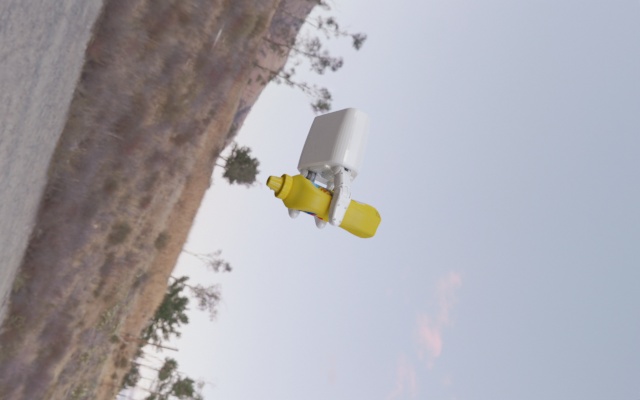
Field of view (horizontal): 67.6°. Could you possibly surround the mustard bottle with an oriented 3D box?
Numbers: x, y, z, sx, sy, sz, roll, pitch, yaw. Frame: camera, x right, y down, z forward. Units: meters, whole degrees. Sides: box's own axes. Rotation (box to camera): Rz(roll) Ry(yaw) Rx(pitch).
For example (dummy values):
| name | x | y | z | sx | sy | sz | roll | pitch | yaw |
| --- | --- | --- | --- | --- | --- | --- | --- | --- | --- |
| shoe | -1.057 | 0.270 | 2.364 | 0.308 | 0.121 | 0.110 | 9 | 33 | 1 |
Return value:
| name | x | y | z | sx | sy | sz | roll | pitch | yaw |
| --- | --- | --- | --- | --- | --- | --- | --- | --- | --- |
| mustard bottle | 0.000 | 0.003 | 0.778 | 0.192 | 0.058 | 0.096 | 24 | 4 | -23 |
